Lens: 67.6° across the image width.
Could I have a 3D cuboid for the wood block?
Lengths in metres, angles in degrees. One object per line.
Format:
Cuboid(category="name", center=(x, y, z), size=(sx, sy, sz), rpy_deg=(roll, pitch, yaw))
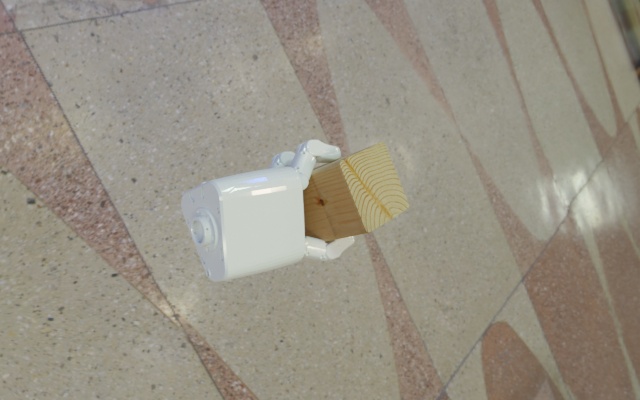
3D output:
Cuboid(category="wood block", center=(0.000, 0.002, 0.637), size=(0.090, 0.091, 0.206), rpy_deg=(-27, 7, -41))
